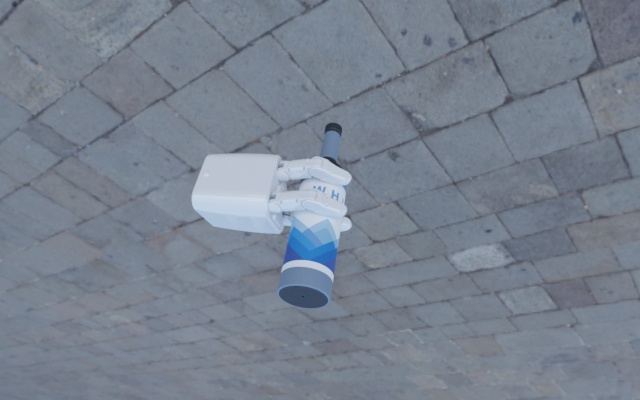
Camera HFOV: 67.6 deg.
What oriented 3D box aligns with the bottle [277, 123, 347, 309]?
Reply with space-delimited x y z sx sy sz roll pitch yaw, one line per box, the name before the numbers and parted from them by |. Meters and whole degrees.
bottle | 0.000 0.002 0.673 0.069 0.295 0.069 7 -36 5
